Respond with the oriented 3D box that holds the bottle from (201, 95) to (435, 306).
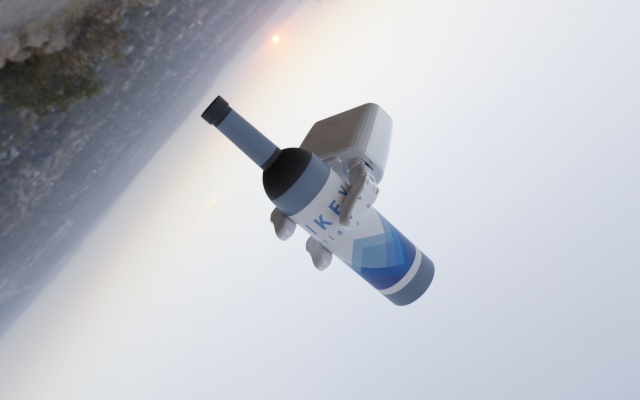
[{"bbox_3d":[0.000,0.002,0.499,0.296,0.069,0.069,41,-16,-19],"label":"bottle"}]
